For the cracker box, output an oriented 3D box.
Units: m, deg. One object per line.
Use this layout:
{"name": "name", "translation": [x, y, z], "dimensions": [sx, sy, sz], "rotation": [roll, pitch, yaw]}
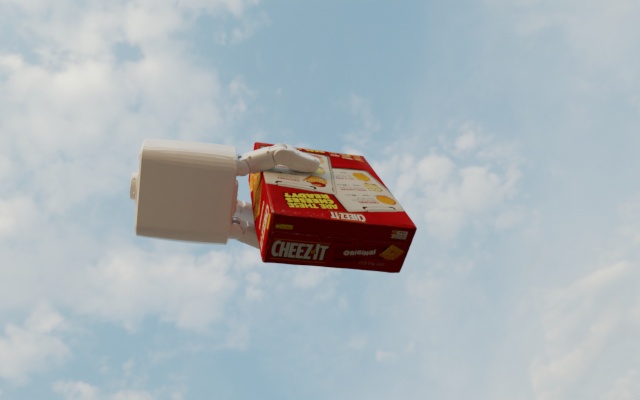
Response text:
{"name": "cracker box", "translation": [0.000, 0.002, 0.599], "dimensions": [0.164, 0.072, 0.213], "rotation": [6, 25, -16]}
